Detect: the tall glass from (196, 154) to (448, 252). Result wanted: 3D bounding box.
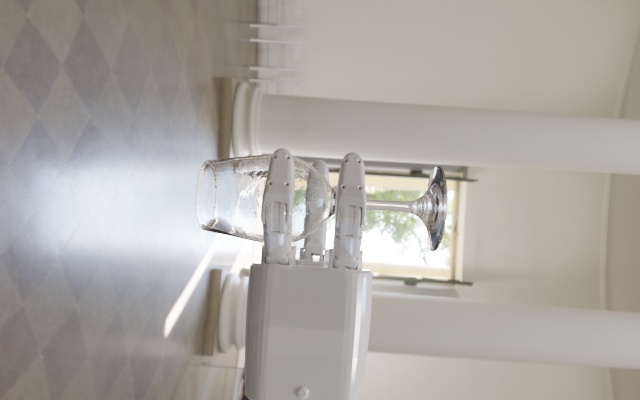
[{"bbox_3d":[0.001,0.001,0.412,0.201,0.079,0.079,4,0,1],"label":"tall glass"}]
